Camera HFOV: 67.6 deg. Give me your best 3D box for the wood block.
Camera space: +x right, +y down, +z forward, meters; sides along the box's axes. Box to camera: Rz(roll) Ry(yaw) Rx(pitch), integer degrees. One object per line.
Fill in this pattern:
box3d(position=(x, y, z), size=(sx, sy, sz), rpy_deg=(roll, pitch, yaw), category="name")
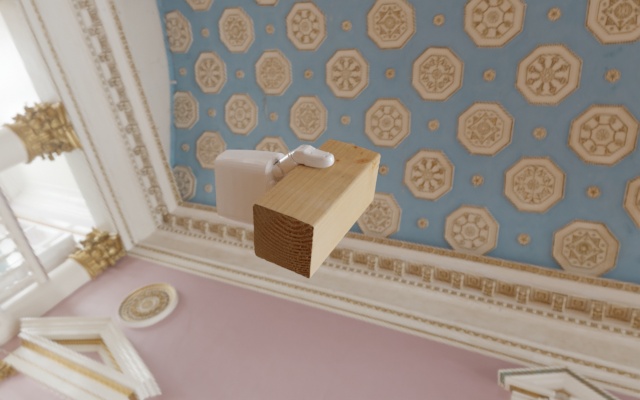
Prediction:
box3d(position=(0.000, 0.002, 0.679), size=(0.090, 0.091, 0.206), rpy_deg=(20, 39, 21), category="wood block")
